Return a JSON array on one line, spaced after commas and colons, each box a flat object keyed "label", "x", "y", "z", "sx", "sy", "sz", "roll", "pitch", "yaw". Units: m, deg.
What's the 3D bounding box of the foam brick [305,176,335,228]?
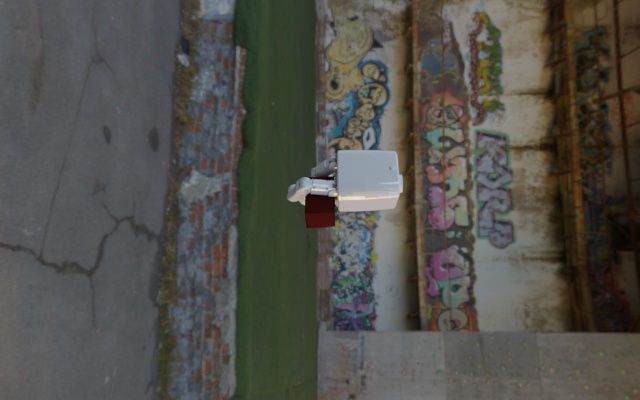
[{"label": "foam brick", "x": 0.000, "y": 0.003, "z": 0.842, "sx": 0.051, "sy": 0.078, "sz": 0.053, "roll": 0, "pitch": -32, "yaw": 3}]
